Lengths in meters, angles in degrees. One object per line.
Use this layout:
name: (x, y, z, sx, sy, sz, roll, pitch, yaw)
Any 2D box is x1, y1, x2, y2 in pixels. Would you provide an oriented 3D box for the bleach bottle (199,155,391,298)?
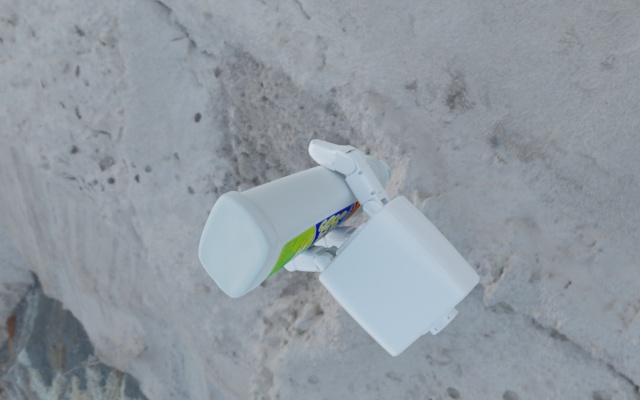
bleach bottle: (0.000, 0.002, 0.485, 0.250, 0.068, 0.103, -28, -20, -45)
